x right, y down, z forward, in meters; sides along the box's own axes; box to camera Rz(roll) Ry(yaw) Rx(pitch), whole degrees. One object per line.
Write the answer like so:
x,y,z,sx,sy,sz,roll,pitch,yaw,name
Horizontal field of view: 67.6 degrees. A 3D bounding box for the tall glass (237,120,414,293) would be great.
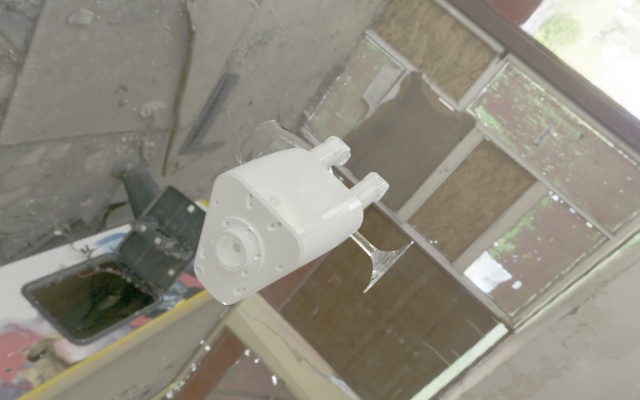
0.001,0.002,0.511,0.201,0.079,0.079,44,10,11,tall glass
